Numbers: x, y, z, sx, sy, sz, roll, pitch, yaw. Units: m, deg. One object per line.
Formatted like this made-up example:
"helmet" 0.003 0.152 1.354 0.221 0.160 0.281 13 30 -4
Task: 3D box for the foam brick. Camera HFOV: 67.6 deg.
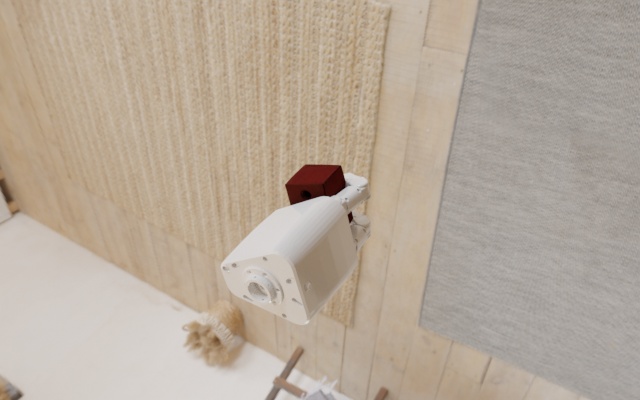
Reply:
"foam brick" 0.000 0.002 0.571 0.053 0.078 0.051 1 29 32
